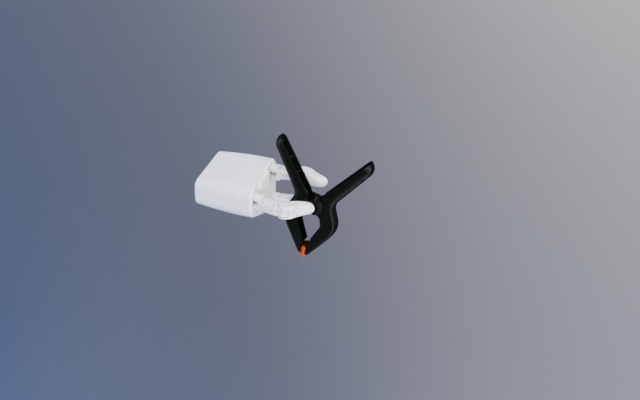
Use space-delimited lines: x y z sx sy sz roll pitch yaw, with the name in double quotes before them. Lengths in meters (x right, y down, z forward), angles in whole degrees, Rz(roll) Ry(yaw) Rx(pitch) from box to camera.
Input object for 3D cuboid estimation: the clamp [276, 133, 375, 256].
"clamp" 0.000 0.003 0.792 0.164 0.210 0.036 13 27 16
